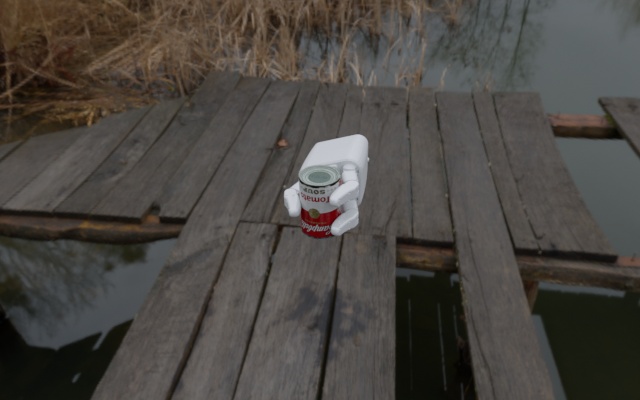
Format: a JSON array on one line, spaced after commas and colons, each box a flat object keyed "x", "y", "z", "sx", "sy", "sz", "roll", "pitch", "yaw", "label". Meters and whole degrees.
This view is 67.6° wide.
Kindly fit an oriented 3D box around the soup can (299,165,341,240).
[{"x": 0.000, "y": 0.003, "z": 0.769, "sx": 0.068, "sy": 0.102, "sz": 0.068, "roll": -1, "pitch": 34, "yaw": 1, "label": "soup can"}]
